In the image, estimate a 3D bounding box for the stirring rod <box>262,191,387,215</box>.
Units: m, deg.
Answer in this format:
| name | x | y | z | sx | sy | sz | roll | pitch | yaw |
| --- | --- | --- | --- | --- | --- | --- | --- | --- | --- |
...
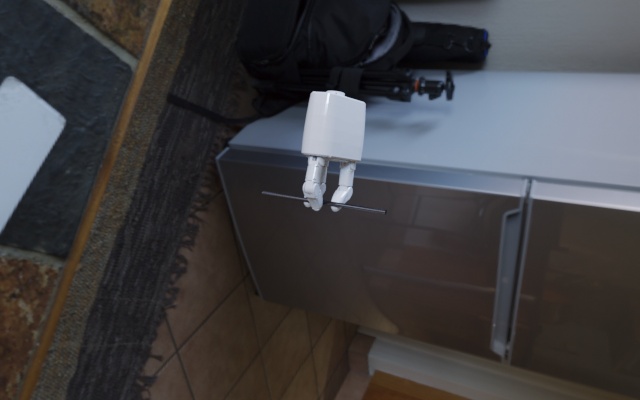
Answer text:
| name | x | y | z | sx | sy | sz | roll | pitch | yaw |
| --- | --- | --- | --- | --- | --- | --- | --- | --- | --- |
| stirring rod | 0.000 | 0.003 | 0.833 | 0.239 | 0.011 | 0.011 | 9 | 4 | 26 |
